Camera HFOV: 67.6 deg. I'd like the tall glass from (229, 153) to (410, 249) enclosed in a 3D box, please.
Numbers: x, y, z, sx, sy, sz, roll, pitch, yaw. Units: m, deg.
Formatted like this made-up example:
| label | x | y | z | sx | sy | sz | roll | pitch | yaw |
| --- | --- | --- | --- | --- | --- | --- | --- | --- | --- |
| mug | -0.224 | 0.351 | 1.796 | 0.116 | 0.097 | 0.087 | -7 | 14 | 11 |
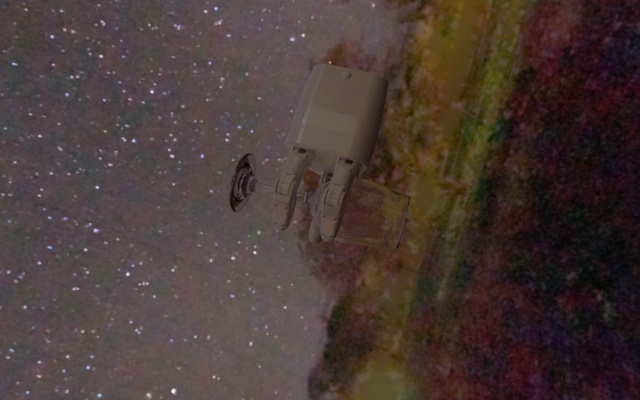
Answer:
| label | x | y | z | sx | sy | sz | roll | pitch | yaw |
| --- | --- | --- | --- | --- | --- | --- | --- | --- | --- |
| tall glass | -0.001 | 0.002 | 0.562 | 0.201 | 0.079 | 0.079 | 14 | 3 | 11 |
